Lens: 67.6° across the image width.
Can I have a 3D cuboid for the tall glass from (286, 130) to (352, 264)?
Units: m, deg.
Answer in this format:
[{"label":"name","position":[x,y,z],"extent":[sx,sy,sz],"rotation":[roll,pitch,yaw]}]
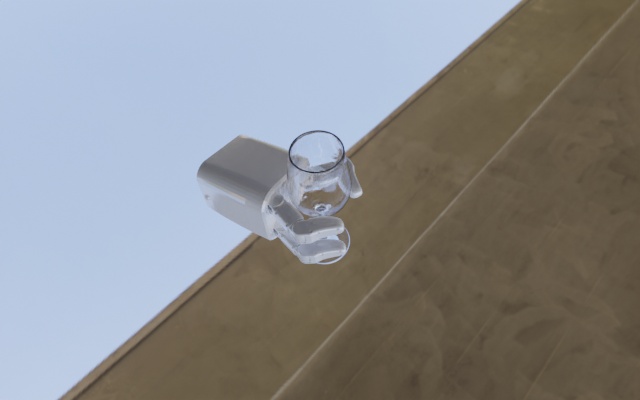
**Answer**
[{"label":"tall glass","position":[0.000,0.002,0.601],"extent":[0.079,0.079,0.201],"rotation":[0,-34,3]}]
